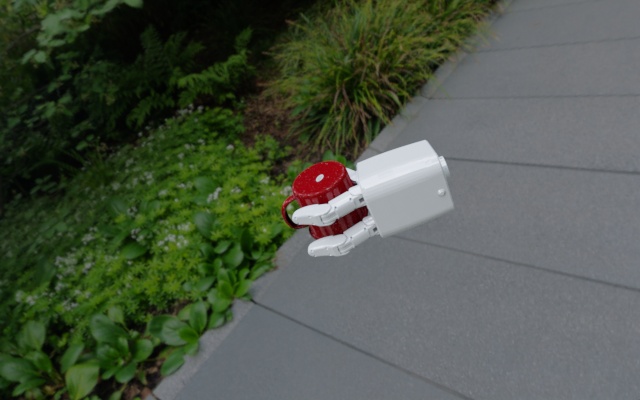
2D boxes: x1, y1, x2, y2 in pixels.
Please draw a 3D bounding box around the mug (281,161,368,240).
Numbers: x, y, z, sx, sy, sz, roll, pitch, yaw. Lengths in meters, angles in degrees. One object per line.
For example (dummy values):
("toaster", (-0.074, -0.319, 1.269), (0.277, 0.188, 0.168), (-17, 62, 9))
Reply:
("mug", (-0.001, 0.003, 0.679), (0.117, 0.081, 0.093), (-21, 33, 8))
